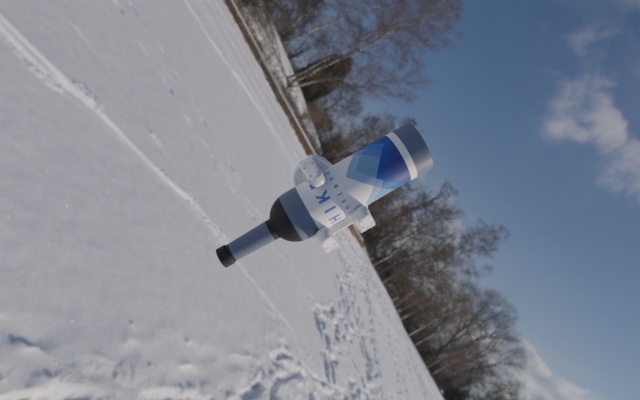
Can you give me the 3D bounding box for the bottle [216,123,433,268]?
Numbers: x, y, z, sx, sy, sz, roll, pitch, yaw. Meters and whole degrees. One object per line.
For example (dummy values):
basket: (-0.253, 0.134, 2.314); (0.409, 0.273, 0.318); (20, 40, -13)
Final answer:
bottle: (0.000, 0.002, 0.614); (0.296, 0.069, 0.069); (-30, 0, 0)
